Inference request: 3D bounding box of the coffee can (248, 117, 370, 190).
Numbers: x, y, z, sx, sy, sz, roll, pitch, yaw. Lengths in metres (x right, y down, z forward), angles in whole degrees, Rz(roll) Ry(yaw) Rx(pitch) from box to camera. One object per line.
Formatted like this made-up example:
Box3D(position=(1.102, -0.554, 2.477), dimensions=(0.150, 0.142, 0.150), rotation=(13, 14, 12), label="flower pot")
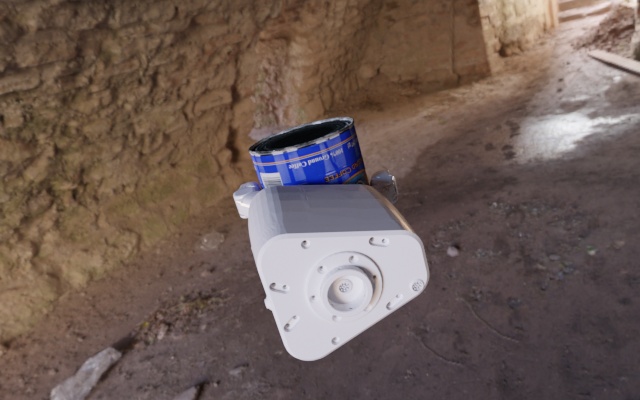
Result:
Box3D(position=(0.000, 0.002, 0.466), dimensions=(0.103, 0.140, 0.102), rotation=(-15, 18, 5), label="coffee can")
